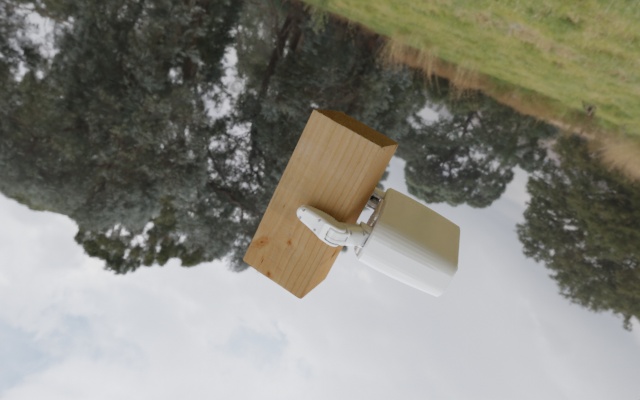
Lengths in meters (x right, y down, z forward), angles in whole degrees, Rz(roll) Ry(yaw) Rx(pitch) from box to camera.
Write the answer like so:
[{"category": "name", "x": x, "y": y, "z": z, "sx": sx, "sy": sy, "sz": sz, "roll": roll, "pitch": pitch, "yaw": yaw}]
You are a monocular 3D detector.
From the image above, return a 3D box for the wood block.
[{"category": "wood block", "x": 0.000, "y": 0.002, "z": 0.583, "sx": 0.090, "sy": 0.206, "sz": 0.091, "roll": 31, "pitch": 18, "yaw": 14}]
